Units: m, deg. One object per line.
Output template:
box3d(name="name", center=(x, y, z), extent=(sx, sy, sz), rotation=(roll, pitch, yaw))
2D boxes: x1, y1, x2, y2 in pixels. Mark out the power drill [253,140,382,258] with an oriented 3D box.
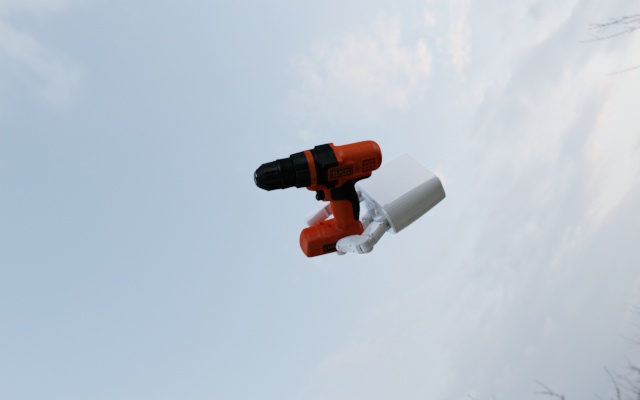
box3d(name="power drill", center=(0.000, 0.003, 0.714), extent=(0.184, 0.188, 0.057), rotation=(-12, 45, -9))
